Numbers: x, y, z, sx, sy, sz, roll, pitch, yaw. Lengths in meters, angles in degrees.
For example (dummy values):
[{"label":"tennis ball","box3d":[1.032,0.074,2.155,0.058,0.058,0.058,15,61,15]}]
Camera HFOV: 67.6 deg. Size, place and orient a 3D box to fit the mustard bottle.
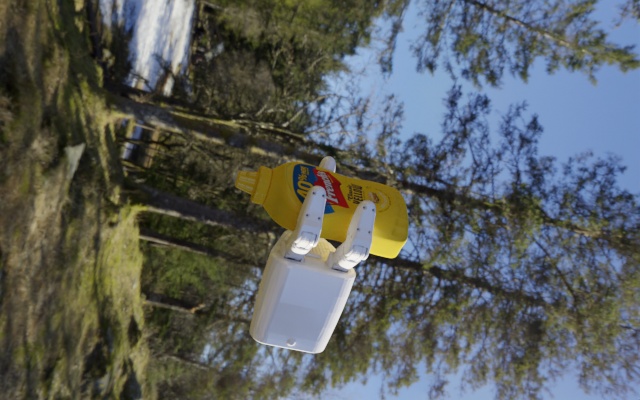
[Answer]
[{"label":"mustard bottle","box3d":[0.000,0.002,0.535,0.191,0.058,0.096,15,40,-14]}]
